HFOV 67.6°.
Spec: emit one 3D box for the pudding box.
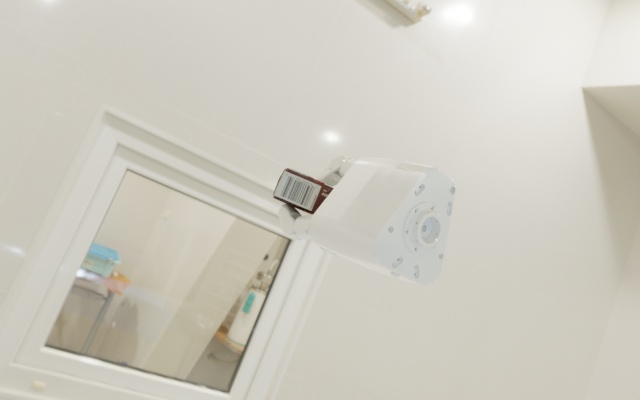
[{"bbox_3d":[0.000,0.002,0.574,0.113,0.039,0.090,25,-4,-4],"label":"pudding box"}]
